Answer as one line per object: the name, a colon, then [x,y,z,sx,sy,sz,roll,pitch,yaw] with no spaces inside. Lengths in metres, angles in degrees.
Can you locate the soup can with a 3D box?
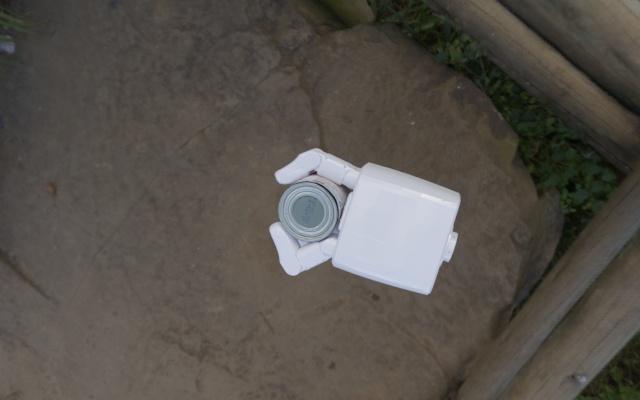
soup can: [0.000,0.002,0.542,0.068,0.068,0.102,0,13,16]
